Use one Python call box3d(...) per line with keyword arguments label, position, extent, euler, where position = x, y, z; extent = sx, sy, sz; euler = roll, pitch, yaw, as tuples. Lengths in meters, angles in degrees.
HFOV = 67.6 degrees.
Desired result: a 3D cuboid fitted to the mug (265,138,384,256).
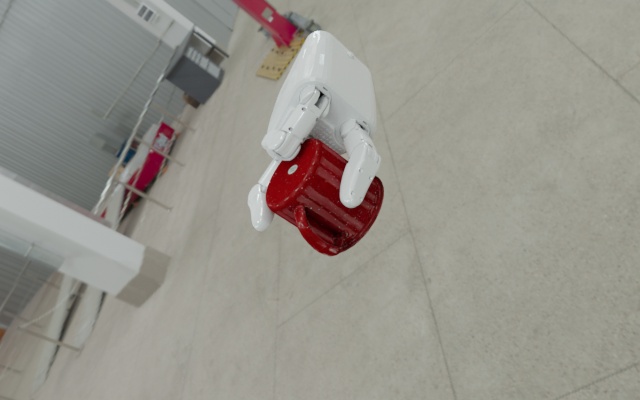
box3d(label="mug", position=(0.000, 0.002, 0.458), extent=(0.081, 0.117, 0.093), euler=(34, -52, -26))
